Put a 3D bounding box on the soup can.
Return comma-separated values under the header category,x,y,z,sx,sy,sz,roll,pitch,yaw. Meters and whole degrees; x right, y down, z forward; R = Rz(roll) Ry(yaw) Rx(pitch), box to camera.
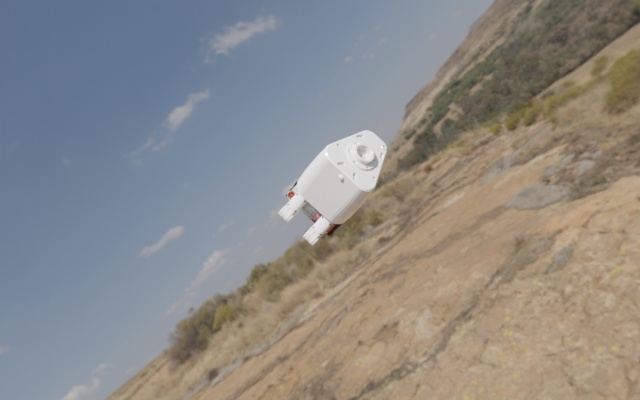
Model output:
category,x,y,z,sx,sy,sz,roll,pitch,yaw
soup can,0.000,0.003,0.804,0.102,0.068,0.068,43,1,1
